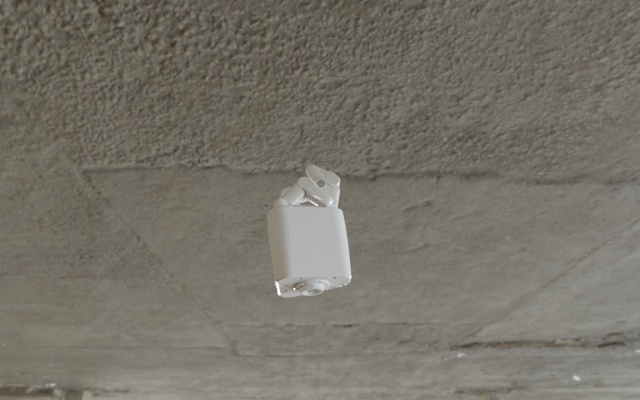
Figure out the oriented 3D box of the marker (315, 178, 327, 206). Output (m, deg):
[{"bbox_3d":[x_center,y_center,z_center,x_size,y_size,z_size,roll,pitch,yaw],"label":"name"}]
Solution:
[{"bbox_3d":[0.000,0.002,0.772,0.020,0.020,0.121,0,-28,0],"label":"marker"}]
